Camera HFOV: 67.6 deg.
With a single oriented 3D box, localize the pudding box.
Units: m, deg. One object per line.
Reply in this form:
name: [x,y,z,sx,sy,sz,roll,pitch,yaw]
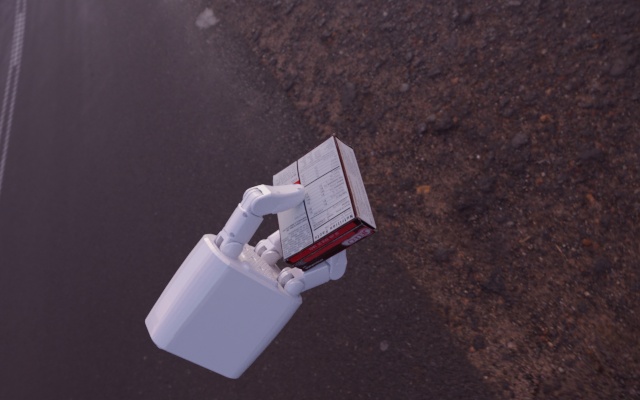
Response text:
pudding box: [0.000,0.002,0.477,0.090,0.113,0.039,-31,-40,24]
